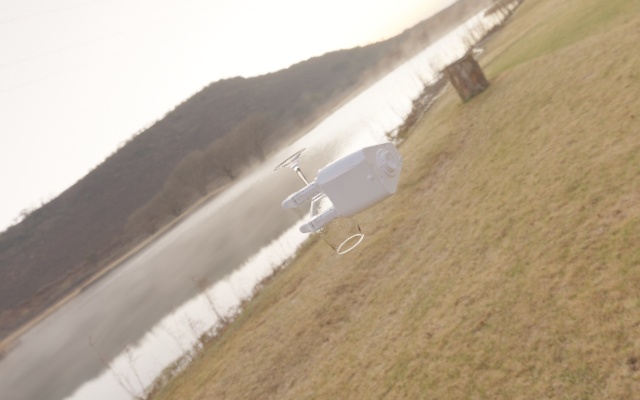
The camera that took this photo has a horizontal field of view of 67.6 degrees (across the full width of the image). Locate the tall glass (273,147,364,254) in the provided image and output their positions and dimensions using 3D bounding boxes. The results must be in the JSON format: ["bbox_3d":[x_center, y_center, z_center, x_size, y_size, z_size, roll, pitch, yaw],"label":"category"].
[{"bbox_3d":[0.000,0.002,0.893,0.079,0.201,0.079,-34,9,6],"label":"tall glass"}]
